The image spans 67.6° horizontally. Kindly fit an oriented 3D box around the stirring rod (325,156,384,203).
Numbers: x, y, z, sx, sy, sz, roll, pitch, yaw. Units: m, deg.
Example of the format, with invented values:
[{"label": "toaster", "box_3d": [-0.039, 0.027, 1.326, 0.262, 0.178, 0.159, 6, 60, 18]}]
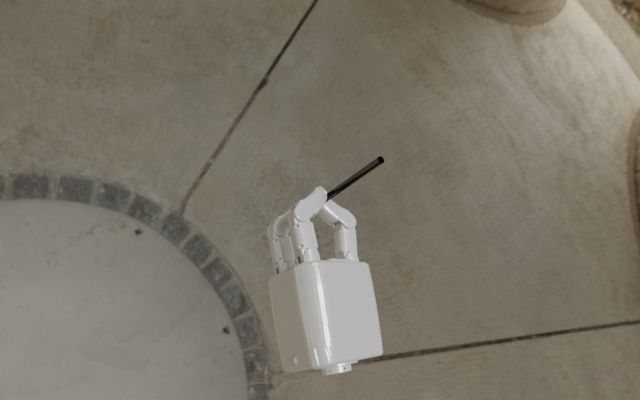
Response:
[{"label": "stirring rod", "box_3d": [0.000, 0.002, 0.567, 0.011, 0.011, 0.239, 0, -20, -32]}]
